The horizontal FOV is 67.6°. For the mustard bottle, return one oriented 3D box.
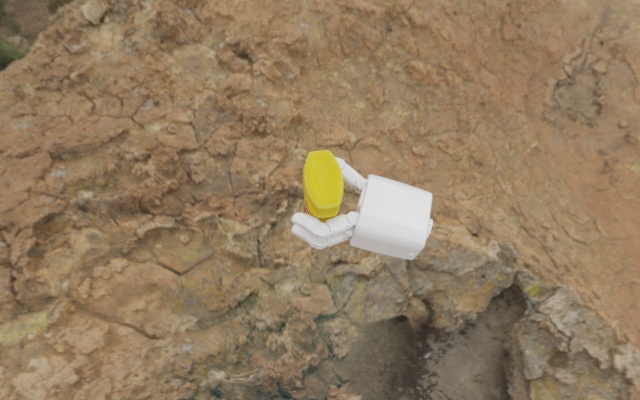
[{"bbox_3d":[0.000,0.002,0.773,0.058,0.096,0.192,-8,-21,-6],"label":"mustard bottle"}]
